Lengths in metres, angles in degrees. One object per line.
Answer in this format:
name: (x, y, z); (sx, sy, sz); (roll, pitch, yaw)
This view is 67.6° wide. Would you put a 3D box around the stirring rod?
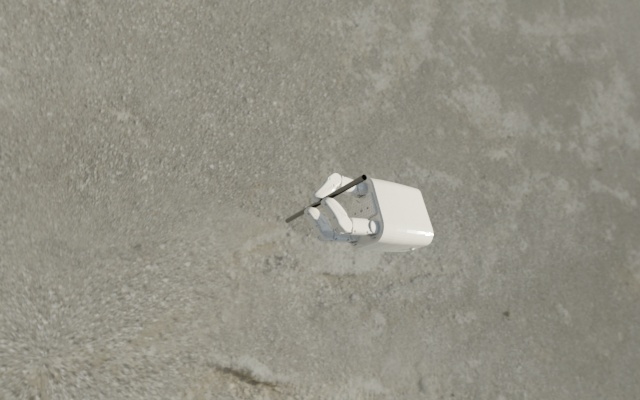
stirring rod: (0.000, 0.002, 0.730); (0.011, 0.011, 0.239); (0, -16, -30)
